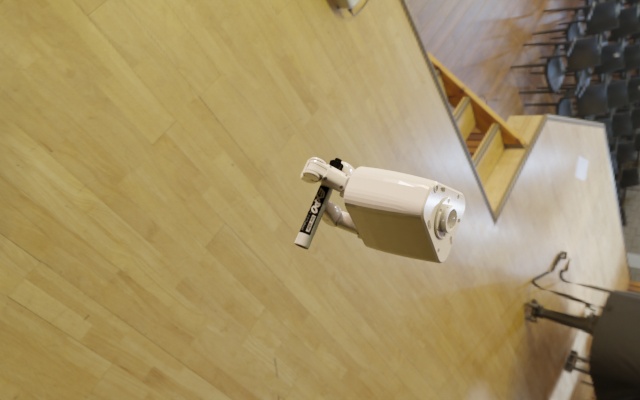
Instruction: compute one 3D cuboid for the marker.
[{"bbox_3d":[0.000,0.002,0.590,0.020,0.121,0.020,22,-13,6],"label":"marker"}]
